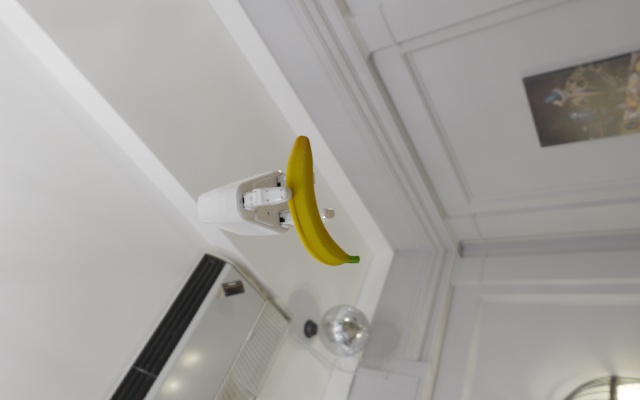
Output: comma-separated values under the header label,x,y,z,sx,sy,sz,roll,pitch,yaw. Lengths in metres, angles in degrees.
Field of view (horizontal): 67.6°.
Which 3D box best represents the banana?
label,x,y,z,sx,sy,sz,roll,pitch,yaw
banana,-0.011,0.013,0.648,0.037,0.198,0.069,-8,19,47
